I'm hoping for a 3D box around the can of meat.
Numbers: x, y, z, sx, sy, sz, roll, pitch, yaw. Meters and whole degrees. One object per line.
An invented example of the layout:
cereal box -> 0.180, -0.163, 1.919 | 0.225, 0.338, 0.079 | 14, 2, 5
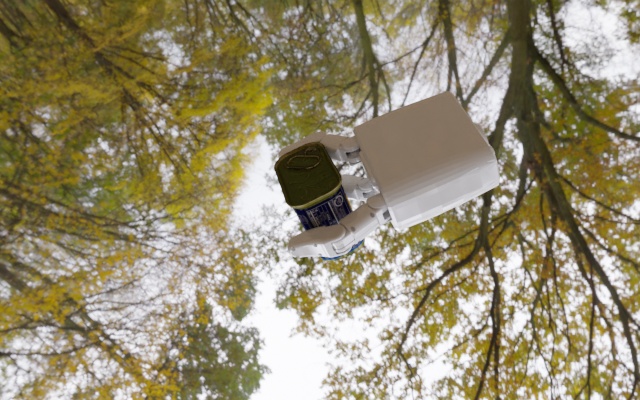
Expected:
can of meat -> 0.000, 0.002, 0.491 | 0.057, 0.084, 0.102 | -26, 35, 0
